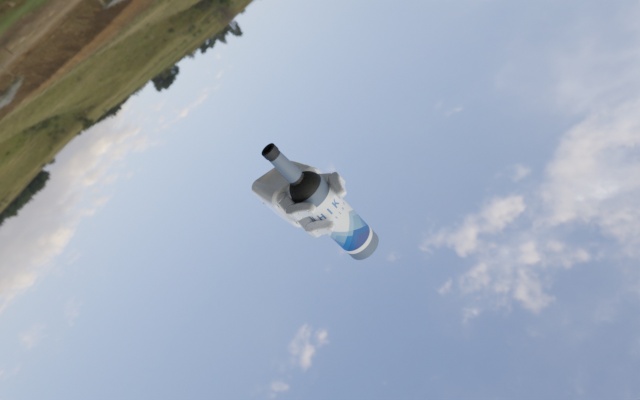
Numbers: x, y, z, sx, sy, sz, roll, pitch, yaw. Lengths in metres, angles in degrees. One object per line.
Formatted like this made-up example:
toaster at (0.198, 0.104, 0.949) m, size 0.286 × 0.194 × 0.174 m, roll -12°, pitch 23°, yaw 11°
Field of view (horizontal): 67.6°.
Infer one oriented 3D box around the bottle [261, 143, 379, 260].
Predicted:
bottle at (0.000, 0.003, 0.859) m, size 0.069 × 0.069 × 0.296 m, roll 0°, pitch -36°, yaw 47°
